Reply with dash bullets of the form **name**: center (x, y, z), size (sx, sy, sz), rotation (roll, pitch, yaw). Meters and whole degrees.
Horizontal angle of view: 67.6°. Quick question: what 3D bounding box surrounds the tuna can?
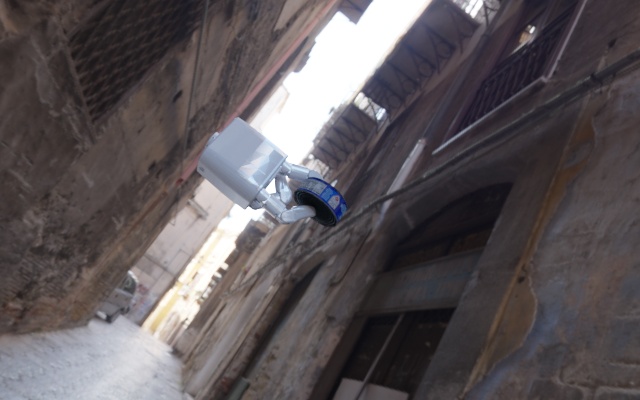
- **tuna can**: center (0.001, 0.002, 0.769), size (0.086, 0.033, 0.086), rotation (32, -24, 16)
